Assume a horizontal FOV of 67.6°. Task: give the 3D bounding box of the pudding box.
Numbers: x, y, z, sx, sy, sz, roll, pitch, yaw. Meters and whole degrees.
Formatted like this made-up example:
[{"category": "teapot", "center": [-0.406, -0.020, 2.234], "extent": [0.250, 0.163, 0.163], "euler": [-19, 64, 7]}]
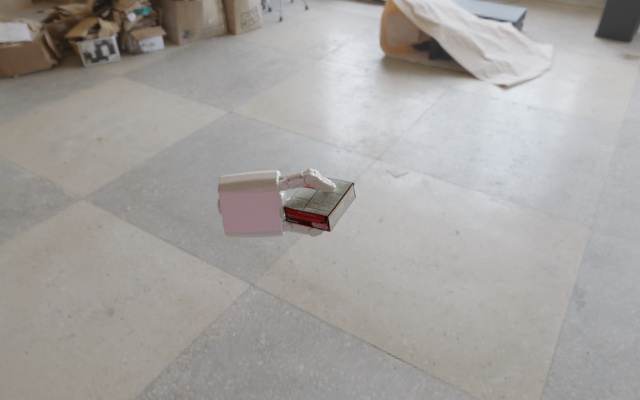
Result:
[{"category": "pudding box", "center": [0.000, 0.003, 0.852], "extent": [0.090, 0.039, 0.113], "euler": [13, 42, 25]}]
